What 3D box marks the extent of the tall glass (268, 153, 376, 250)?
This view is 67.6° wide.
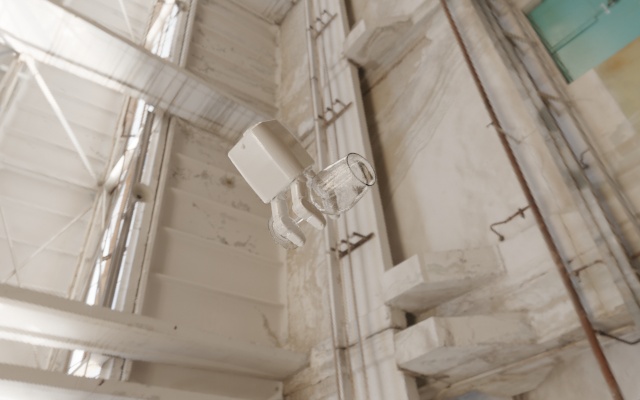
[{"bbox_3d":[0.000,0.003,0.789,0.079,0.079,0.201,0,-31,-48],"label":"tall glass"}]
